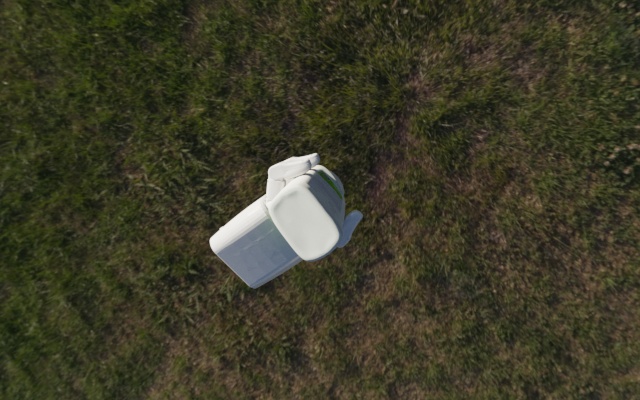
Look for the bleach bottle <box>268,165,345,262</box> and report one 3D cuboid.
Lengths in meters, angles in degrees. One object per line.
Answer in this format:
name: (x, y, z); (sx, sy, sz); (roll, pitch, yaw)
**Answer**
bleach bottle: (0.000, 0.002, 0.711); (0.068, 0.102, 0.250); (-37, 3, 15)
